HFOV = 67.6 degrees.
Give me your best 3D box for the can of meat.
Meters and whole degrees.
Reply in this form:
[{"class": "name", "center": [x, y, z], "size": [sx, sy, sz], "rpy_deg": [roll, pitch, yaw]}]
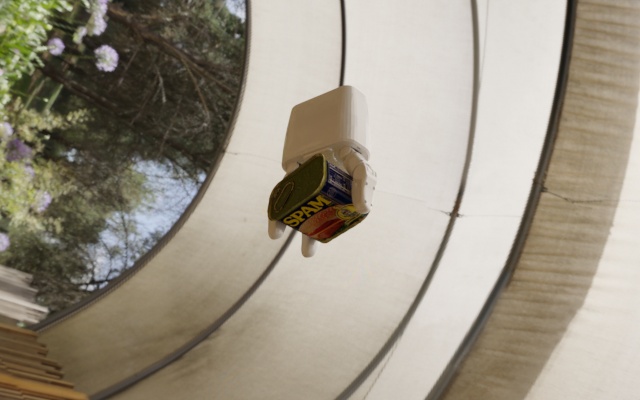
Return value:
[{"class": "can of meat", "center": [0.000, 0.002, 0.578], "size": [0.084, 0.057, 0.102], "rpy_deg": [30, -47, -32]}]
